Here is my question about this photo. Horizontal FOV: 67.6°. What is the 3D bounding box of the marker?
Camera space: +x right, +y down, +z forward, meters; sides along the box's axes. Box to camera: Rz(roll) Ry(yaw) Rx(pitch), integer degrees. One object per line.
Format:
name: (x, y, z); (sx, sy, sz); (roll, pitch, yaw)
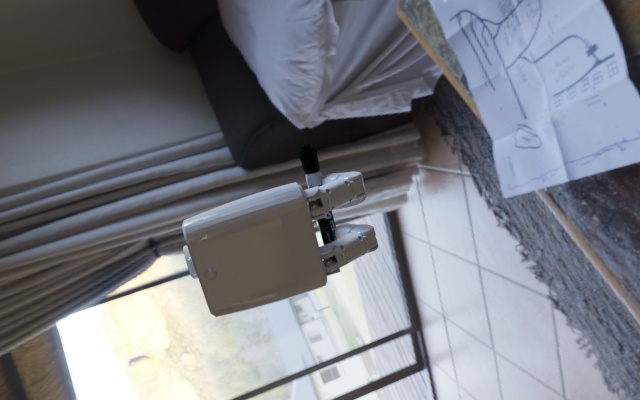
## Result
marker: (0.000, 0.002, 0.491); (0.020, 0.121, 0.020); (-14, 14, 4)
